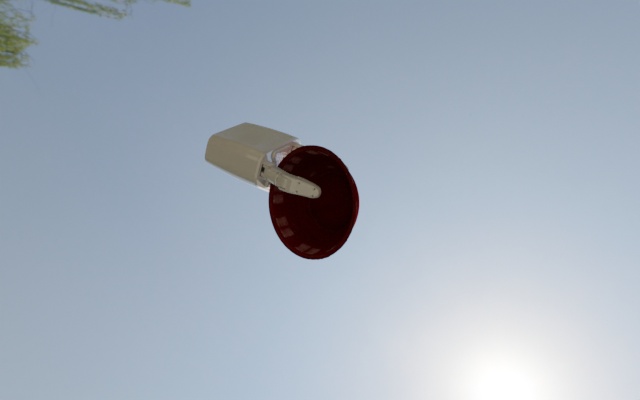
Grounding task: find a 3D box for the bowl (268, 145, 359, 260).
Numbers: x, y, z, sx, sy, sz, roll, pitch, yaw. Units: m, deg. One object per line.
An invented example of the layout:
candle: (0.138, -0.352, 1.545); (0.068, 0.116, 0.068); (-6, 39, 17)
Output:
bowl: (0.001, 0.003, 0.690); (0.162, 0.162, 0.055); (0, 2, 39)
